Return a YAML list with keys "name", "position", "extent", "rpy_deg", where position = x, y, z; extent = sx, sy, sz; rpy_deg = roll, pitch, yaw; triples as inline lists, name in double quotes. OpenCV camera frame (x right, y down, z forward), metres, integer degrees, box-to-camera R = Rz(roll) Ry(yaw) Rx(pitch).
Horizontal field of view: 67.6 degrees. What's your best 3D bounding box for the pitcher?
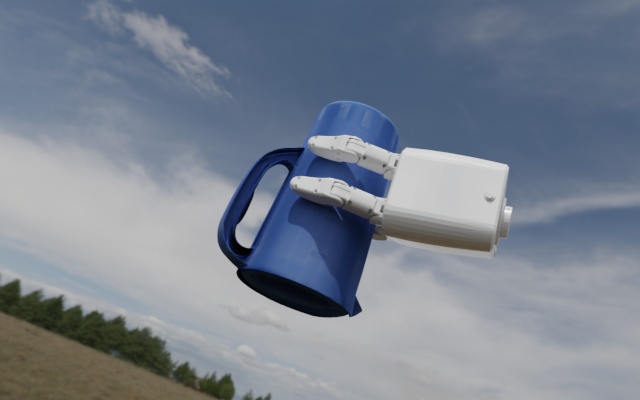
- name: "pitcher"
  position: [0.000, 0.002, 0.556]
  extent: [0.145, 0.242, 0.149]
  rpy_deg: [10, -26, 24]
